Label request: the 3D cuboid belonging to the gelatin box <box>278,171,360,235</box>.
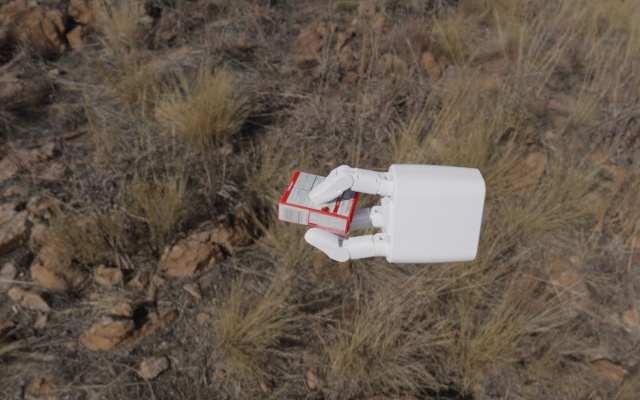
[{"bbox_3d":[0.000,0.002,0.594,0.089,0.030,0.073,13,39,7],"label":"gelatin box"}]
